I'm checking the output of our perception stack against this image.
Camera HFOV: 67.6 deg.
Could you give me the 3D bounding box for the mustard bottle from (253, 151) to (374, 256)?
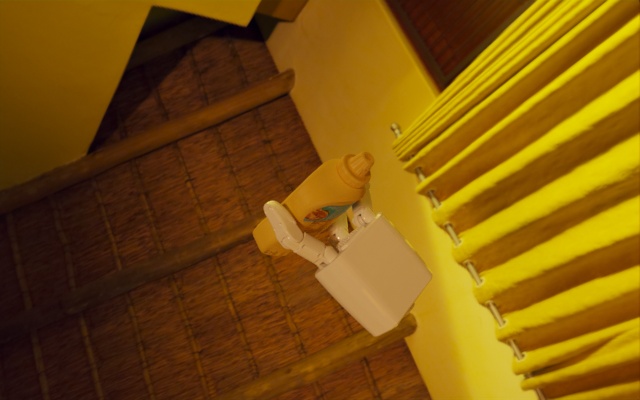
[{"bbox_3d":[0.000,0.002,0.590,0.096,0.058,0.192,-9,-24,-44],"label":"mustard bottle"}]
